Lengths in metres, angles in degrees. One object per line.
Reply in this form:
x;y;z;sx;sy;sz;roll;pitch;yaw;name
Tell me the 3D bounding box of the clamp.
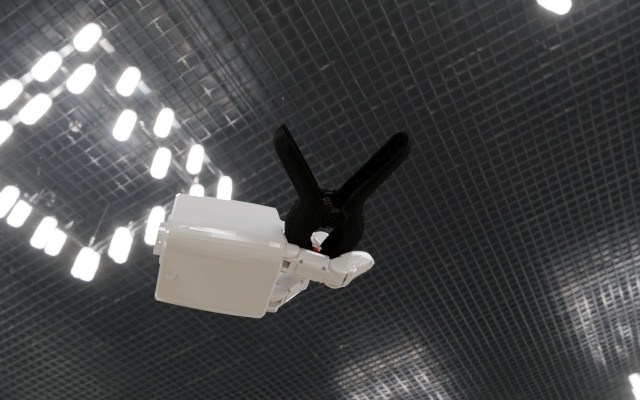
0.000;0.001;0.443;0.120;0.171;0.039;12;33;-14;clamp
